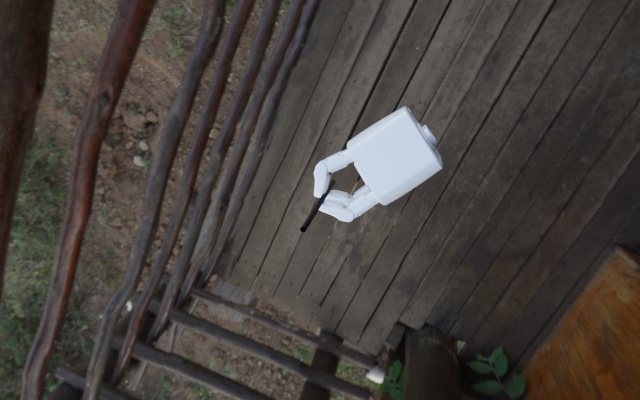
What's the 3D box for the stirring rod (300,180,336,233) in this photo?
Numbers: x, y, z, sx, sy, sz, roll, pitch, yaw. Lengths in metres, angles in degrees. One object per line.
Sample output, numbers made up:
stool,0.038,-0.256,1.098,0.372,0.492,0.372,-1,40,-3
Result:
stirring rod,0.000,0.002,0.736,0.011,0.011,0.239,0,17,11
